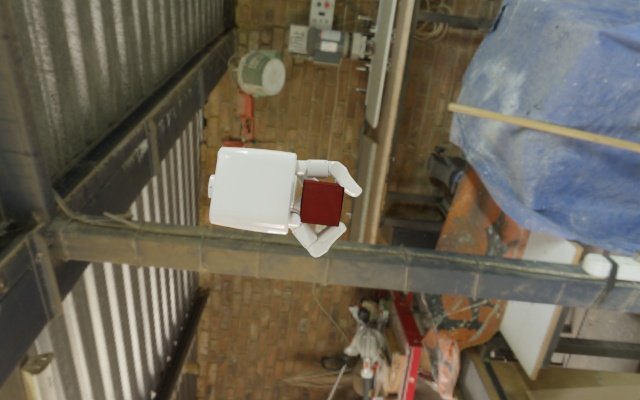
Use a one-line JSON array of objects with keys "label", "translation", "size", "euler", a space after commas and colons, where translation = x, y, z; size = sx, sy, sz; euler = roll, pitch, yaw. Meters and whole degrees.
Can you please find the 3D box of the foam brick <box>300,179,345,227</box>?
[{"label": "foam brick", "translation": [0.000, 0.002, 0.634], "size": [0.051, 0.053, 0.078], "euler": [8, 4, -4]}]
